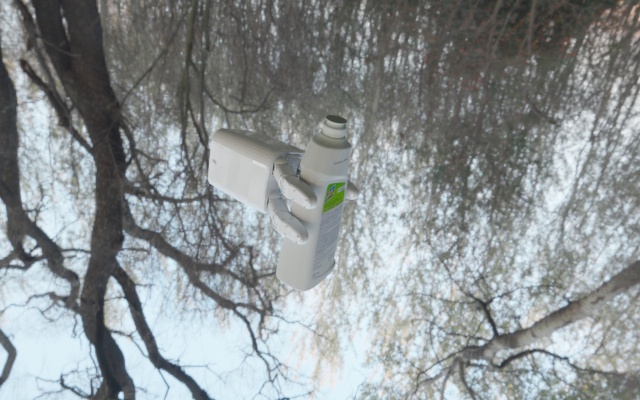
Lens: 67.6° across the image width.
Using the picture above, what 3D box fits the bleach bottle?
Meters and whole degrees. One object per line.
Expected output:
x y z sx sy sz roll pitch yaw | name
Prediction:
0.000 0.002 0.666 0.068 0.251 0.102 25 31 21 | bleach bottle
